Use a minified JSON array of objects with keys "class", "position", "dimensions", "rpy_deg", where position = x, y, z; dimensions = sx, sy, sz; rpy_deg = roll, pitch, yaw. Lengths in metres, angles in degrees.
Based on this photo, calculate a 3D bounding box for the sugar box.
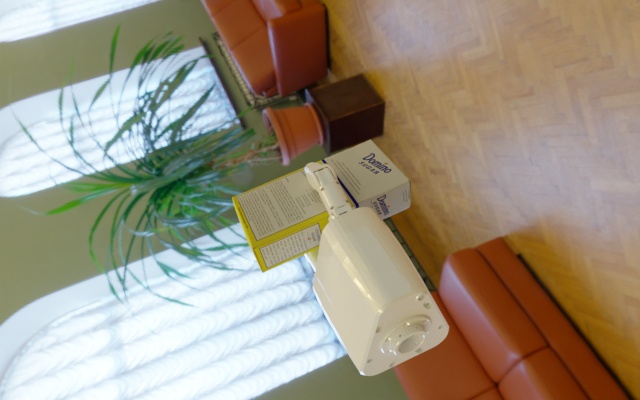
[{"class":"sugar box","position":[0.000,0.002,0.519],"dimensions":[0.176,0.048,0.093],"rpy_deg":[-21,42,-11]}]
